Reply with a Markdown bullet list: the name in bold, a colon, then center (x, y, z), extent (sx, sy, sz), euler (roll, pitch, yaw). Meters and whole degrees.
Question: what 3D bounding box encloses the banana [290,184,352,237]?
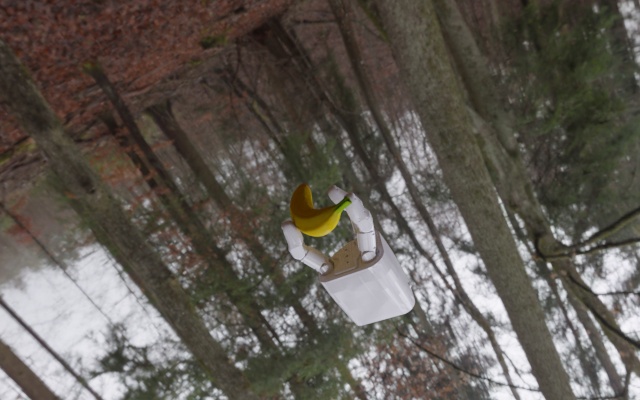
- **banana**: center (-0.012, 0.015, 0.701), extent (0.069, 0.037, 0.197), euler (-43, 21, -10)
